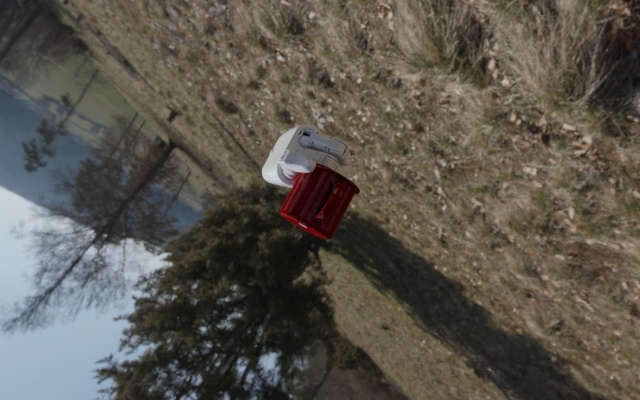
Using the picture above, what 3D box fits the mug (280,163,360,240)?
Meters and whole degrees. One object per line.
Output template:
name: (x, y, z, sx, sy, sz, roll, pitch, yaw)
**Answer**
mug: (0.001, 0.002, 0.653, 0.093, 0.081, 0.117, 30, -9, -18)
